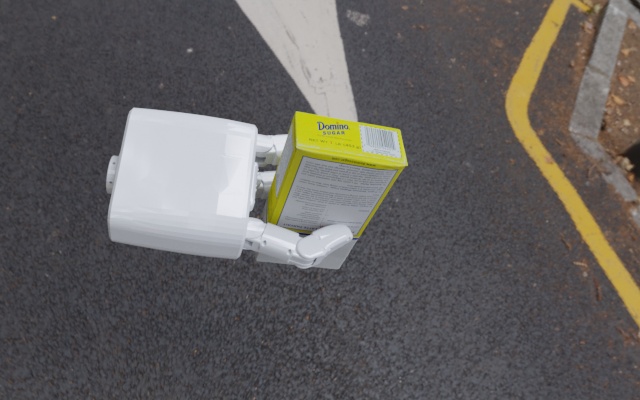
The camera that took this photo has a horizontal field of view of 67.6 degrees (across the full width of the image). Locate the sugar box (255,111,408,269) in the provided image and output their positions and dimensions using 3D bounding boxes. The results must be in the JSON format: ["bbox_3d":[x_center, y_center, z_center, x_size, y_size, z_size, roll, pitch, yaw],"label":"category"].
[{"bbox_3d":[0.000,0.001,0.438,0.093,0.048,0.176,8,-35,-15],"label":"sugar box"}]
